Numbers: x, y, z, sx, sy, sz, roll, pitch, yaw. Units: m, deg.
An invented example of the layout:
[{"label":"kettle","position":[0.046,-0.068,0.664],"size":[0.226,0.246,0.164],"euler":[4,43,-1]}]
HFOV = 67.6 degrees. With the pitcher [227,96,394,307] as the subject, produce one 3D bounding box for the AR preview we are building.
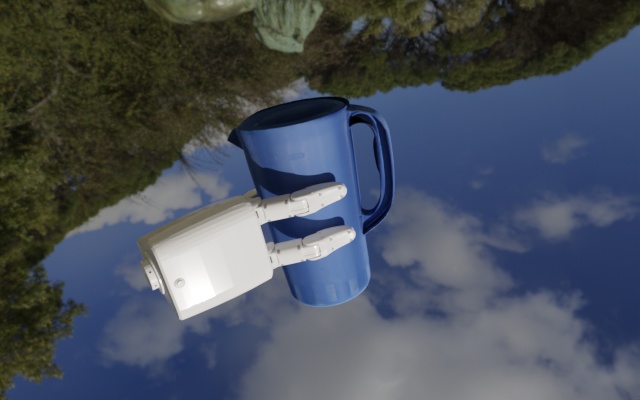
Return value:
[{"label":"pitcher","position":[0.000,0.002,0.580],"size":[0.145,0.243,0.149],"euler":[-26,25,-28]}]
